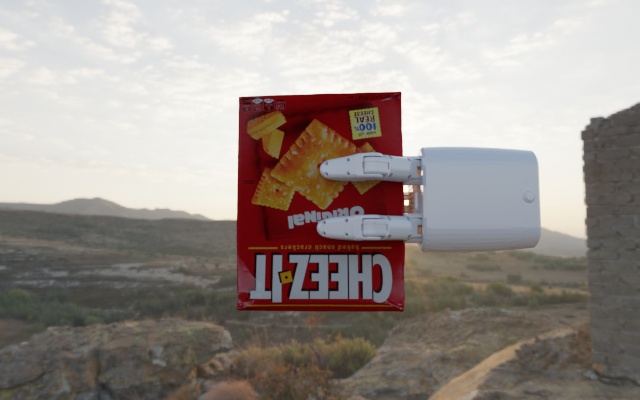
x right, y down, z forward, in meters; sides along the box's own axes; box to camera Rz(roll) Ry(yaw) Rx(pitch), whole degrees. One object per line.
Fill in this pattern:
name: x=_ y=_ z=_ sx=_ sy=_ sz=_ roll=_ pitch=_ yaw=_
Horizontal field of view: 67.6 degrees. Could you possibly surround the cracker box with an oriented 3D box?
cracker box: x=0.000 y=0.001 z=0.484 sx=0.164 sy=0.213 sz=0.072 roll=0 pitch=-4 yaw=2
